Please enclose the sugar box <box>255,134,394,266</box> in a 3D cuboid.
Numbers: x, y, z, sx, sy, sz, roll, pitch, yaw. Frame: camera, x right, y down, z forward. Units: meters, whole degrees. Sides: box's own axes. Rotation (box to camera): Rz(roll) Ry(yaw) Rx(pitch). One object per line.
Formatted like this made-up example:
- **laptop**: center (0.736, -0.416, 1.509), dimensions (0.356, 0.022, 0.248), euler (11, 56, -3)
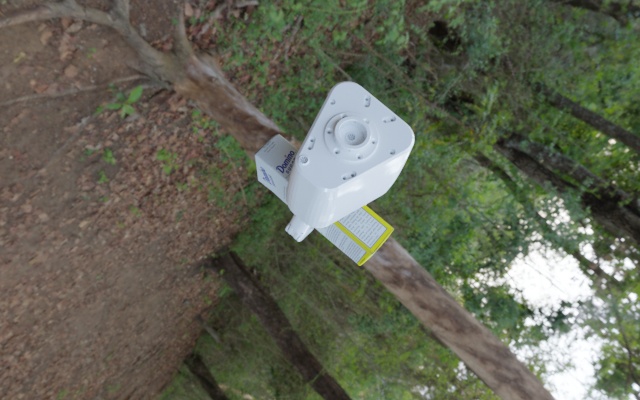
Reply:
- **sugar box**: center (0.001, 0.002, 0.577), dimensions (0.176, 0.048, 0.093), euler (43, -16, 8)
